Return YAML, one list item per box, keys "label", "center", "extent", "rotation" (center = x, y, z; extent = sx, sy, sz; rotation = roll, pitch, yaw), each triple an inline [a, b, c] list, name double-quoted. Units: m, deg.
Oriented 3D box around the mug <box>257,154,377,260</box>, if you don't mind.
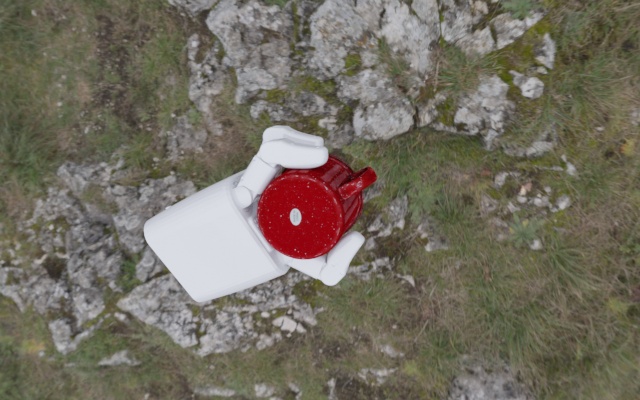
- label: "mug"
  center: [0.001, 0.001, 0.453]
  extent: [0.117, 0.093, 0.081]
  rotation: [-24, 8, 18]
